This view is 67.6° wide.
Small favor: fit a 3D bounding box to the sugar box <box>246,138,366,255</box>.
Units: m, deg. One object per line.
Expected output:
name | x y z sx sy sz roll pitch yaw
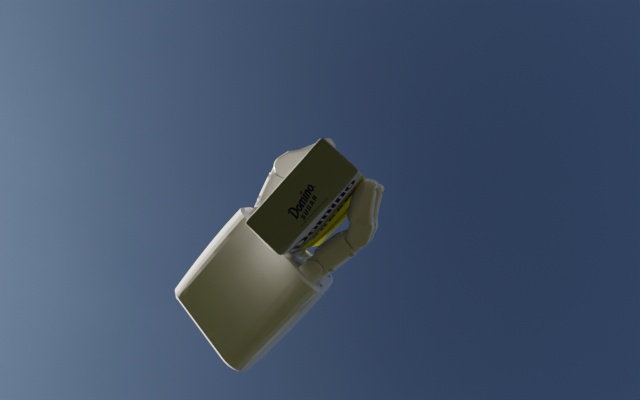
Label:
sugar box | 0.000 0.002 0.449 0.048 0.093 0.176 43 6 7
